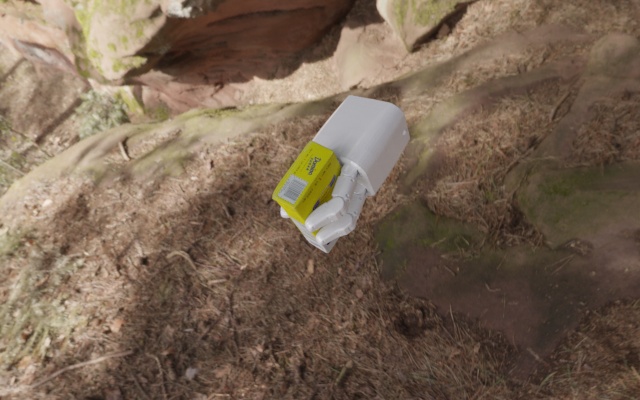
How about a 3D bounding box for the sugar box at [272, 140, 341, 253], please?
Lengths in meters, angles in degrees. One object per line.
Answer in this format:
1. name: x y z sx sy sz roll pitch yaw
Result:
1. sugar box: 0.001 0.002 0.676 0.048 0.093 0.176 28 -13 28
